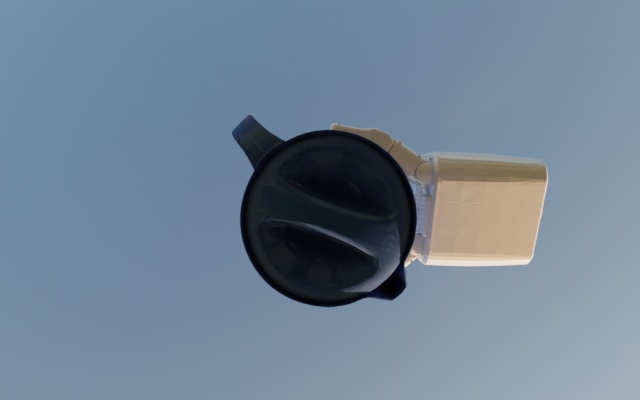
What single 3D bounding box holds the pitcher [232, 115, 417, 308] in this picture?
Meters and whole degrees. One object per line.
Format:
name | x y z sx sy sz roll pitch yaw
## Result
pitcher | 0.000 0.002 0.469 0.145 0.149 0.243 0 2 0
